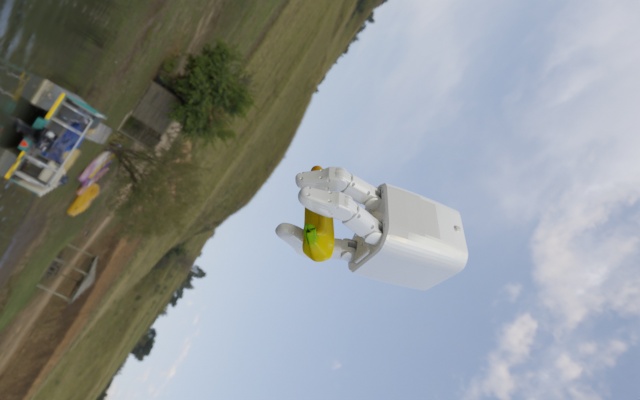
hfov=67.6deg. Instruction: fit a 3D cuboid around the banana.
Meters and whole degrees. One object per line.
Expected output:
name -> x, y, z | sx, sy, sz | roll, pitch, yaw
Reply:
banana -> -0.001, 0.020, 0.571 | 0.037, 0.070, 0.197 | 4, 23, -2
